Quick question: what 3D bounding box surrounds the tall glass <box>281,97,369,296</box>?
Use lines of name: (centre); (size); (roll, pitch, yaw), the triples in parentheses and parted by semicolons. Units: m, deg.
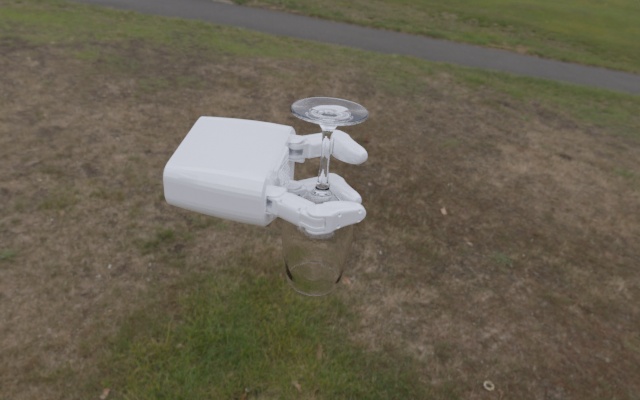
tall glass: (0.000, 0.001, 0.494); (0.079, 0.201, 0.079); (4, 29, -2)
